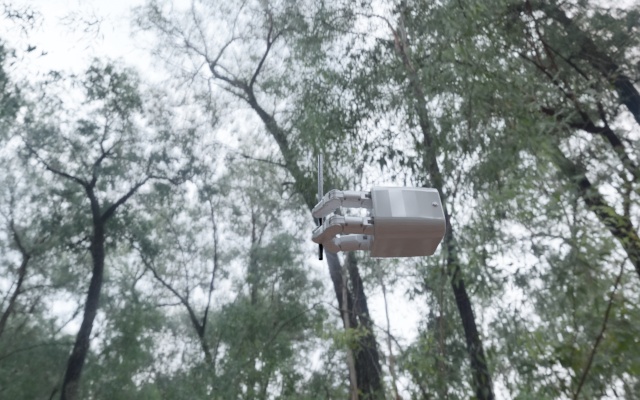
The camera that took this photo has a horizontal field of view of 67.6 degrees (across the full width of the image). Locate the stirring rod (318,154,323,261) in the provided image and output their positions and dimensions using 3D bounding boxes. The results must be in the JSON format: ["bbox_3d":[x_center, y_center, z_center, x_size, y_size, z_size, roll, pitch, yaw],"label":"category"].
[{"bbox_3d":[0.000,0.003,0.798,0.011,0.239,0.011,0,-45,0],"label":"stirring rod"}]
